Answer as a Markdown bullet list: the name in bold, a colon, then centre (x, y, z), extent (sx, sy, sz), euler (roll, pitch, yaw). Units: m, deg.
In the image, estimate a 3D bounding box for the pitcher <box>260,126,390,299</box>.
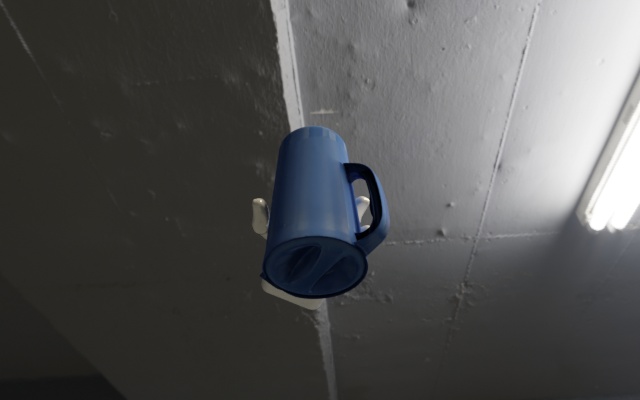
- **pitcher**: centre (0.000, 0.002, 0.675), extent (0.149, 0.242, 0.145), euler (7, -44, -9)
